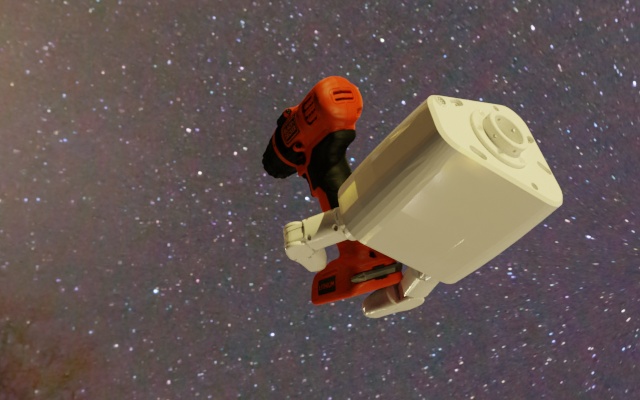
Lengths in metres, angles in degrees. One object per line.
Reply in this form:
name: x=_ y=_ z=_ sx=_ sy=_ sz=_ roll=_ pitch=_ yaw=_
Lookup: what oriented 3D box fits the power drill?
power drill: x=0.000 y=0.002 z=0.458 sx=0.057 sy=0.187 sz=0.184 roll=-13 pitch=-10 yaw=-25
